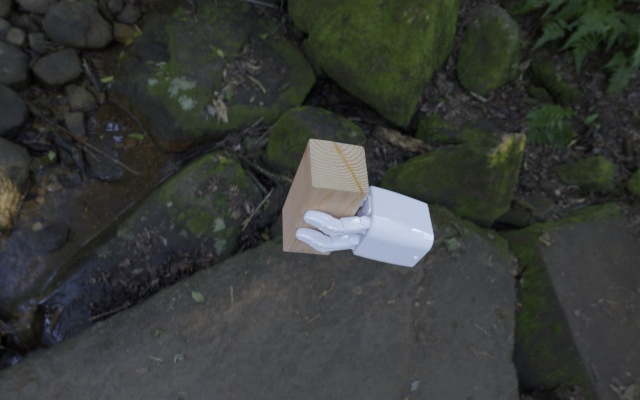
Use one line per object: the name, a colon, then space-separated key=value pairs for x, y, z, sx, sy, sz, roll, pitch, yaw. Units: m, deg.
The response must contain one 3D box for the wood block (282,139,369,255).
wood block: x=0.001 y=0.002 z=0.790 sx=0.090 sy=0.090 sz=0.206 roll=6 pitch=-34 yaw=-14
